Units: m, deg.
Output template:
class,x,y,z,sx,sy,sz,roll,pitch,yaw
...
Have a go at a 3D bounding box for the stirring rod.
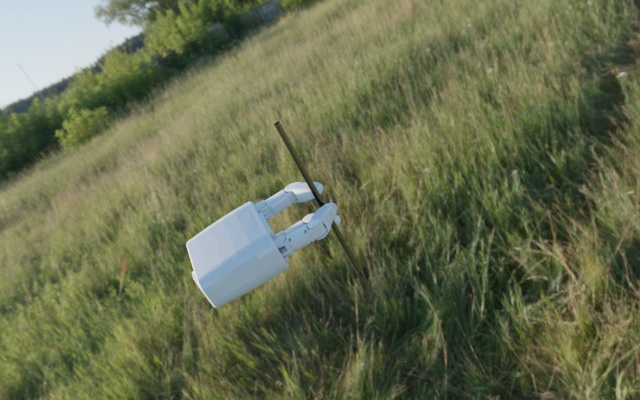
class,x,y,z,sx,sy,sz,roll,pitch,yaw
stirring rod,0.000,0.002,0.630,0.011,0.240,0.011,-24,24,11
